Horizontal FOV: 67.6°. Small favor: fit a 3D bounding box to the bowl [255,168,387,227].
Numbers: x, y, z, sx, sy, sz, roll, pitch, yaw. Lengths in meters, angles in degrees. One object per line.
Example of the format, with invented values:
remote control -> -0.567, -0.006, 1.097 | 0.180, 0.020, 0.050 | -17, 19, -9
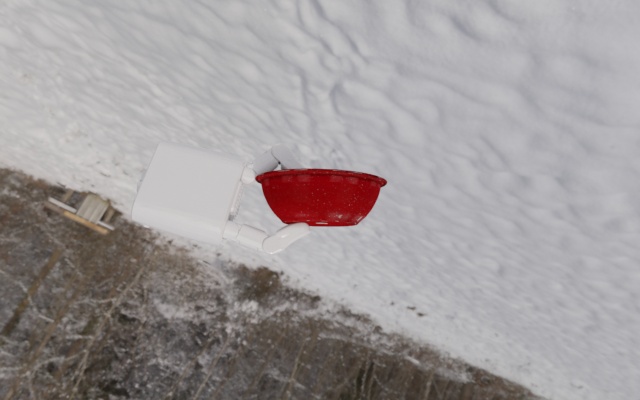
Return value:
bowl -> 0.001, 0.002, 0.583 | 0.162, 0.055, 0.162 | 1, -7, 0
